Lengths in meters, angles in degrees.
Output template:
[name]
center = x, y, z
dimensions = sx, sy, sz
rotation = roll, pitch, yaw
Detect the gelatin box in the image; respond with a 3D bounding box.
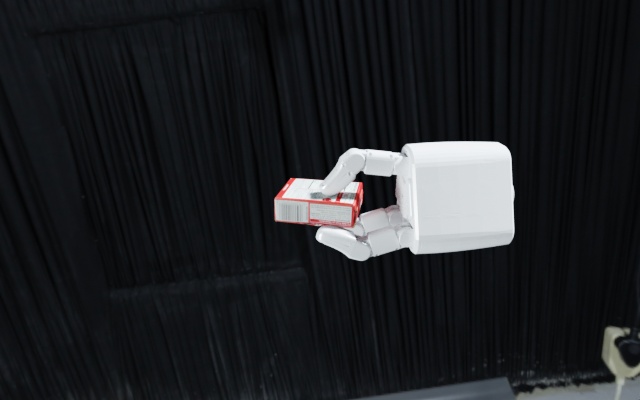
[gelatin box]
center = 0.000, 0.001, 0.535
dimensions = 0.089, 0.030, 0.073
rotation = 5, 21, 9
